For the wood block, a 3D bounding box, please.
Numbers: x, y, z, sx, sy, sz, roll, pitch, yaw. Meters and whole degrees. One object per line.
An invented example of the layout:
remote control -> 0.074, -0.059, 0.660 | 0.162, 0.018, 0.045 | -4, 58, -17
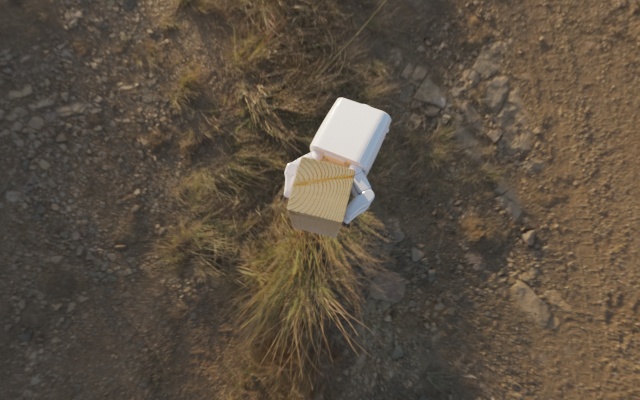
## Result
wood block -> 0.000, 0.002, 0.837 | 0.091, 0.090, 0.206 | 14, -11, 2
